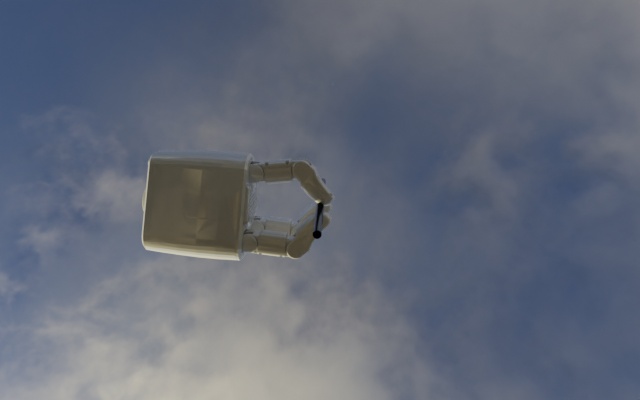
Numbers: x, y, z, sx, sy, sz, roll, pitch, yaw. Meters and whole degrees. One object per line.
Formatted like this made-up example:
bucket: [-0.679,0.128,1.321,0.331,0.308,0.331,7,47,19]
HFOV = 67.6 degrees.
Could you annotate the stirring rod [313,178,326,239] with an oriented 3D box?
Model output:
stirring rod: [0.000,0.002,0.537,0.011,0.011,0.239,0,14,2]
